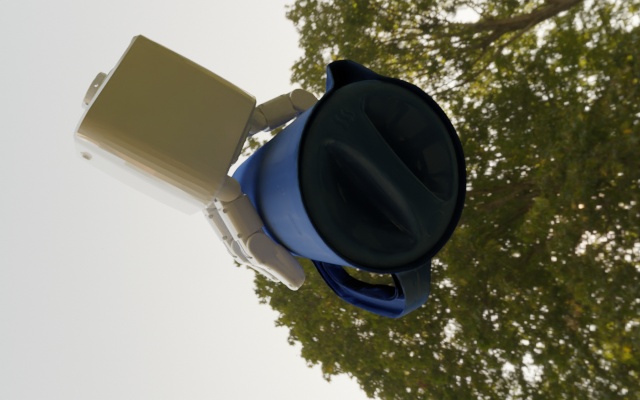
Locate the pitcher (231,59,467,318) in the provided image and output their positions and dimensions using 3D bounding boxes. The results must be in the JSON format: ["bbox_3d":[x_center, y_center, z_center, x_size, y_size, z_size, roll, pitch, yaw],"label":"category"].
[{"bbox_3d":[0.000,0.001,0.418,0.145,0.149,0.243,27,-16,-20],"label":"pitcher"}]
